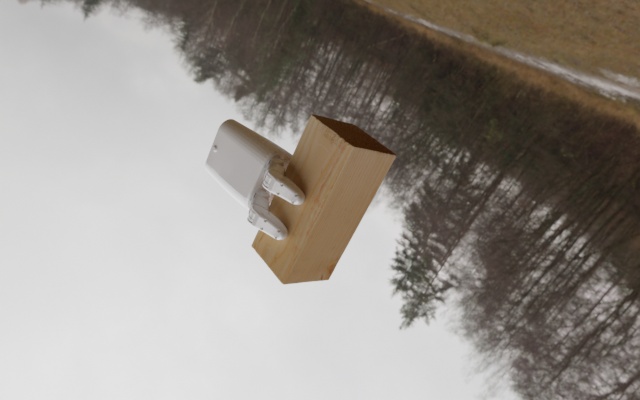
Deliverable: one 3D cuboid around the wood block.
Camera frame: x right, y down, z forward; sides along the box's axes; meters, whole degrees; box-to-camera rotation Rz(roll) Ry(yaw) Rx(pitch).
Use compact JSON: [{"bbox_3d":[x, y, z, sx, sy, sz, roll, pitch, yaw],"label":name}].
[{"bbox_3d":[0.000,0.002,0.642,0.091,0.206,0.090,3,31,-46],"label":"wood block"}]
